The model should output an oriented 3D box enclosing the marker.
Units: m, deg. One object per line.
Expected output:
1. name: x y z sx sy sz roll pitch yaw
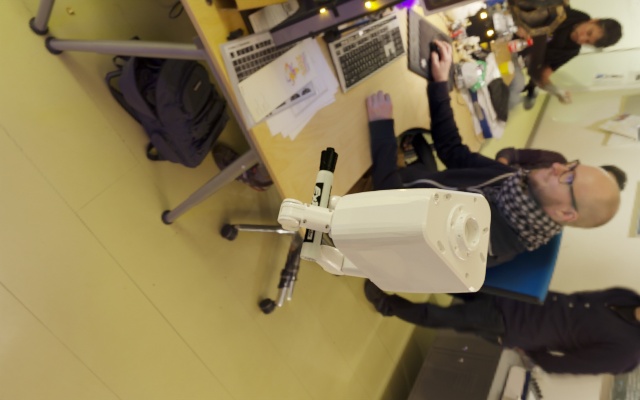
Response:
1. marker: 0.000 0.002 0.492 0.020 0.121 0.020 10 -16 3
